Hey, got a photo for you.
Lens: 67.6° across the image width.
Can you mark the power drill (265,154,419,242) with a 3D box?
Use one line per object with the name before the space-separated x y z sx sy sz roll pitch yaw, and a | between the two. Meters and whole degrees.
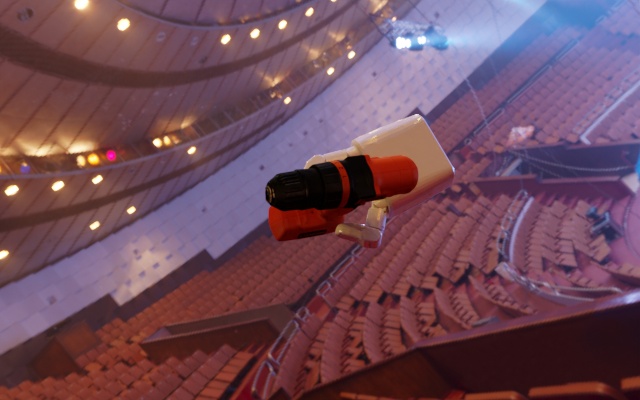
power drill | 0.000 0.002 0.579 0.184 0.057 0.188 -7 -12 -26
